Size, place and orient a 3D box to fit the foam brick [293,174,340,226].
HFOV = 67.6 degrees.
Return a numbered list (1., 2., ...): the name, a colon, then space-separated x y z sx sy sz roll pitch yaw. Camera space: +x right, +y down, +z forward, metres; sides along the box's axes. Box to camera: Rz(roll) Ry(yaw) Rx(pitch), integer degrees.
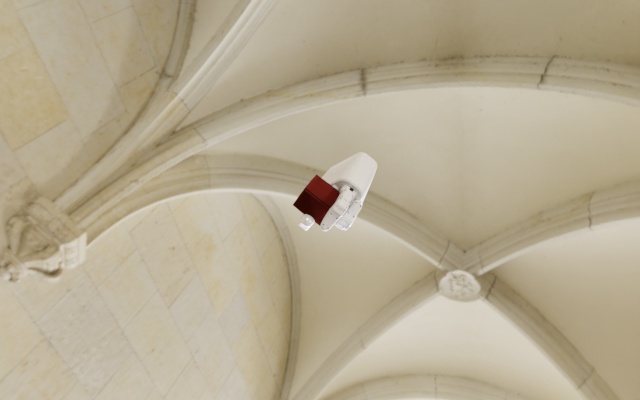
1. foam brick: 0.000 0.003 0.863 0.053 0.078 0.051 -48 7 44
